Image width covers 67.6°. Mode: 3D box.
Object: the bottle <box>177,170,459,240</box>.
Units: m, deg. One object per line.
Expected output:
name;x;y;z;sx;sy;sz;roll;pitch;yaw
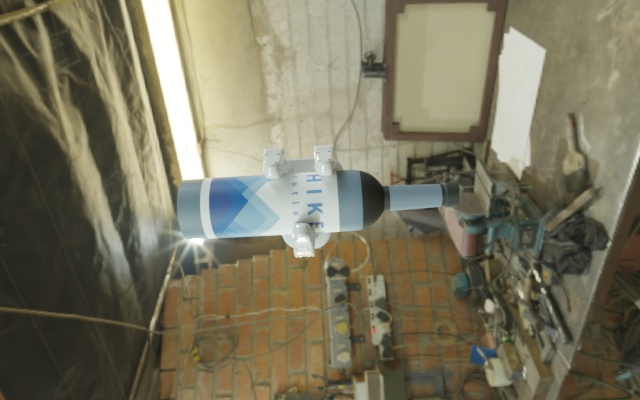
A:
bottle;0.000;0.002;0.520;0.296;0.069;0.069;-3;0;1
